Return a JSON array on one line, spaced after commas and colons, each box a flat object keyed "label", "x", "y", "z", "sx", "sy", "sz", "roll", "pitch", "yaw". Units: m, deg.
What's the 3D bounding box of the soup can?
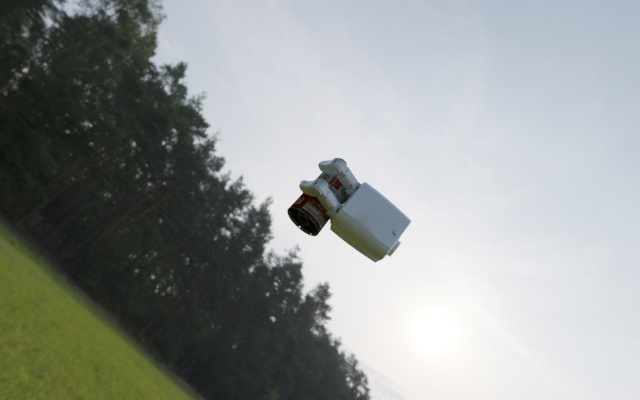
[{"label": "soup can", "x": 0.000, "y": 0.002, "z": 0.827, "sx": 0.102, "sy": 0.068, "sz": 0.068, "roll": -48, "pitch": 25, "yaw": -25}]
